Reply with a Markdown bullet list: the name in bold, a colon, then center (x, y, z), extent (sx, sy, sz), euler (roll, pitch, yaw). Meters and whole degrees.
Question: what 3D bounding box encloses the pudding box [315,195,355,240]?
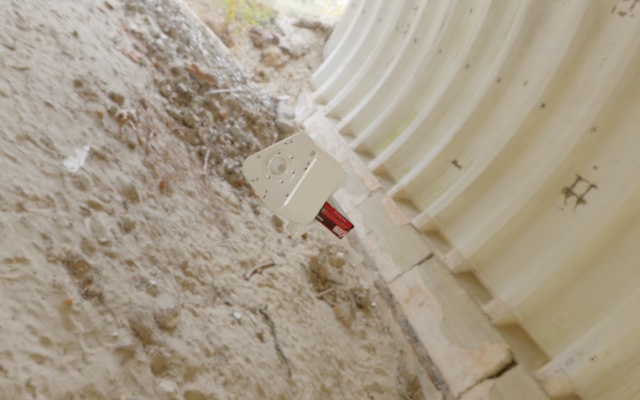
- **pudding box**: center (0.000, 0.002, 0.799), extent (0.090, 0.039, 0.113), euler (43, 11, -41)
